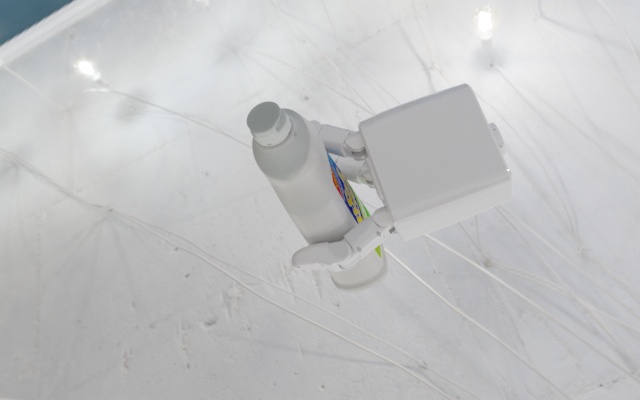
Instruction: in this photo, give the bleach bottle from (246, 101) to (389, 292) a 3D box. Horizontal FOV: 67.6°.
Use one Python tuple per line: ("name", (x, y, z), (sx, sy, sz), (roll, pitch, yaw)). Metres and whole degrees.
("bleach bottle", (0.000, 0.001, 0.453), (0.068, 0.102, 0.251), (-20, -32, 11))
